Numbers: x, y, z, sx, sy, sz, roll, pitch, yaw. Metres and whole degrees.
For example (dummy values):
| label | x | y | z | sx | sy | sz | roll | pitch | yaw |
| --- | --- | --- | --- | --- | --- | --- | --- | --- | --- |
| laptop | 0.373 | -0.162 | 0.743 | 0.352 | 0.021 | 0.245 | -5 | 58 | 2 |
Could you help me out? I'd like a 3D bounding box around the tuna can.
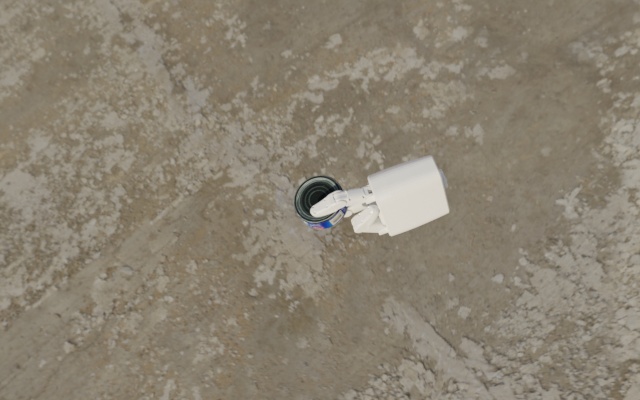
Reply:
| label | x | y | z | sx | sy | sz | roll | pitch | yaw |
| --- | --- | --- | --- | --- | --- | --- | --- | --- | --- |
| tuna can | 0.000 | 0.002 | 0.781 | 0.086 | 0.086 | 0.034 | 0 | -21 | 19 |
